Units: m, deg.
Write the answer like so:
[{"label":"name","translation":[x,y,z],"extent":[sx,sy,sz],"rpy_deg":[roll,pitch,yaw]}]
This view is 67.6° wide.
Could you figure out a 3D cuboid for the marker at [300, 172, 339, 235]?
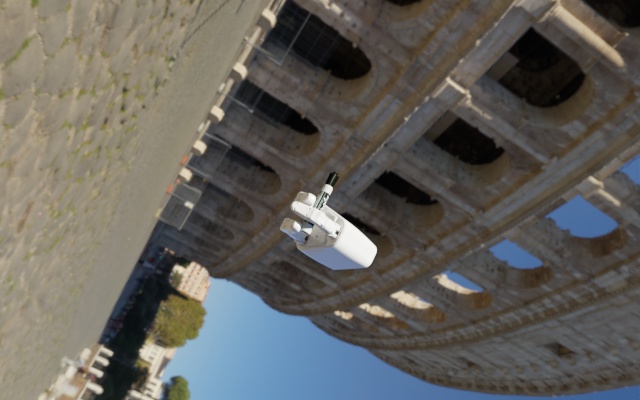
[{"label":"marker","translation":[0.000,0.003,0.835],"extent":[0.020,0.121,0.020],"rpy_deg":[26,-13,7]}]
